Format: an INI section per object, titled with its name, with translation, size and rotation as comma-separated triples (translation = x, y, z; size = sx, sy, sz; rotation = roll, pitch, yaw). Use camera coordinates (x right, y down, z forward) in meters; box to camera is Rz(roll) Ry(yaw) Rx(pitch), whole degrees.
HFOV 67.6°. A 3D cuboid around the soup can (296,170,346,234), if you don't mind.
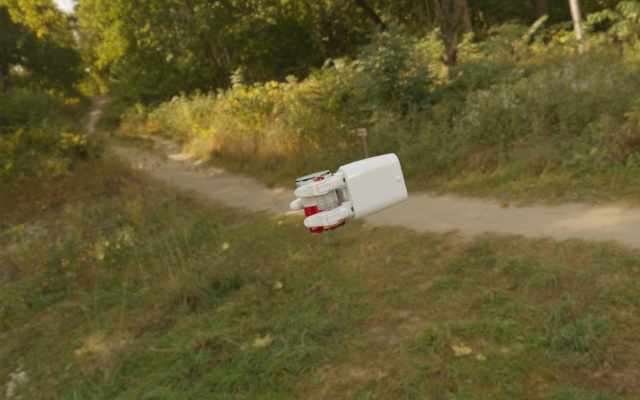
[soup can]
translation = 0.000, 0.003, 0.870
size = 0.068, 0.102, 0.068
rotation = -16, 8, 2
